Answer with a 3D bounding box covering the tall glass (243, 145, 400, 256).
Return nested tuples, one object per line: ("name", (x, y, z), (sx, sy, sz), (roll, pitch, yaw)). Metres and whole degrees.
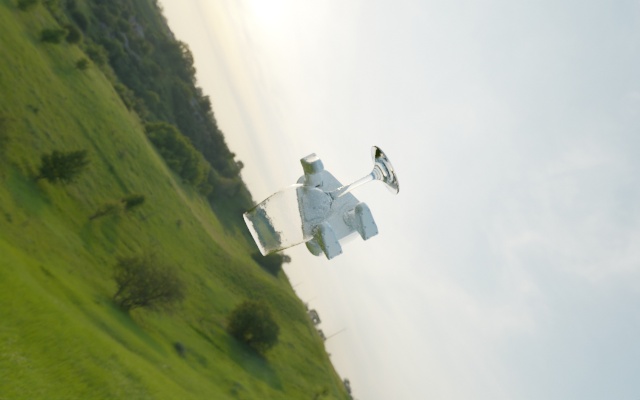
("tall glass", (0.001, 0.002, 0.638), (0.201, 0.079, 0.079), (-26, 4, -8))
